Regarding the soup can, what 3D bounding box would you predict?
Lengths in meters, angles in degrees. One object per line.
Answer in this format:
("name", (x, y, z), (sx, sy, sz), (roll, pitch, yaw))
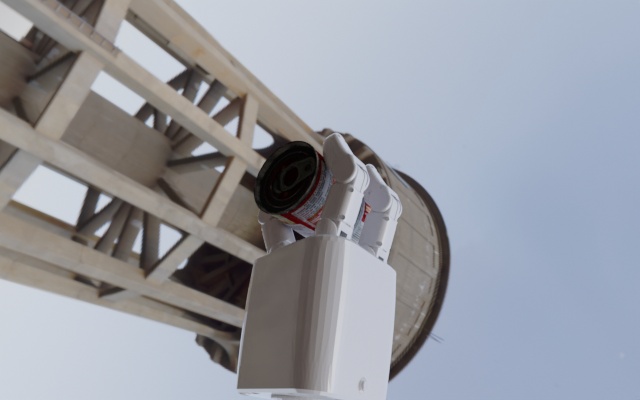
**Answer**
("soup can", (0.000, 0.001, 0.427), (0.068, 0.068, 0.102), (0, -25, 41))
